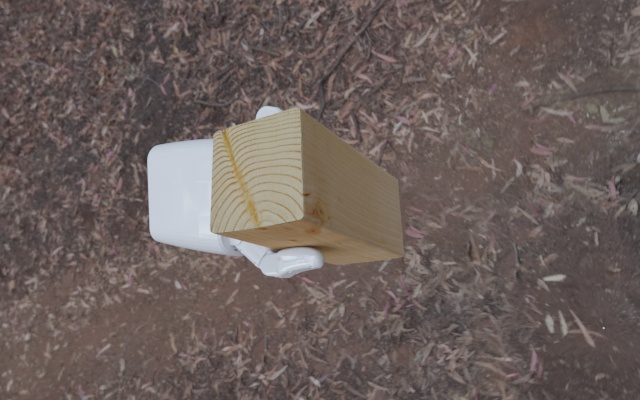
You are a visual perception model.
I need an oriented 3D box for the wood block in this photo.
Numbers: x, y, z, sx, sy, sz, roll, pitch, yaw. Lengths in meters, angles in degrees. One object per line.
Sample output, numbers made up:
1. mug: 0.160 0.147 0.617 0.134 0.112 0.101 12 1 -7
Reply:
1. wood block: 0.000 0.002 0.455 0.090 0.090 0.206 -10 -18 28
